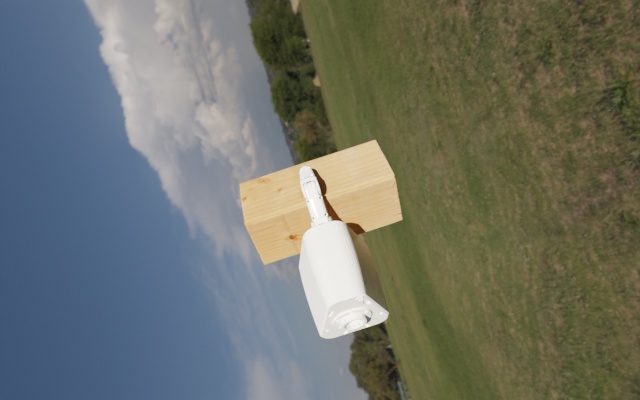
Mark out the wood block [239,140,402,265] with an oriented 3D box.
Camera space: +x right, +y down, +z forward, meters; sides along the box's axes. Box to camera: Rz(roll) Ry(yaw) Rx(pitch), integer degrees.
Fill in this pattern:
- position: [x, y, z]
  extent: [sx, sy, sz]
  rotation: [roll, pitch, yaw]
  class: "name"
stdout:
- position: [0.000, 0.002, 0.678]
  extent: [0.206, 0.091, 0.090]
  rotation: [-18, 42, 0]
  class: "wood block"
